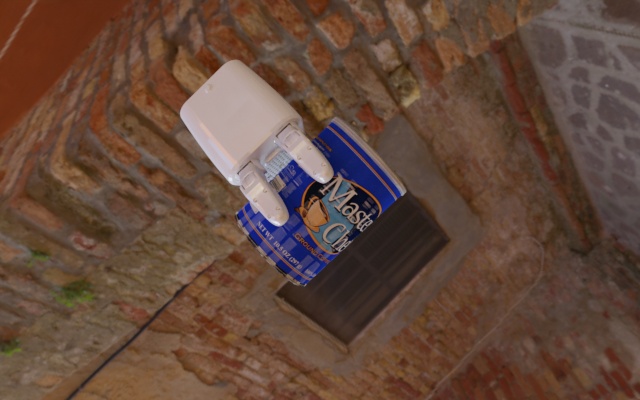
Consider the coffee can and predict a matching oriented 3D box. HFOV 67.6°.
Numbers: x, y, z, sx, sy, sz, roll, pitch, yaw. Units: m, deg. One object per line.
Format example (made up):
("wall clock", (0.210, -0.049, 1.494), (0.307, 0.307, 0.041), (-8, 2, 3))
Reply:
("coffee can", (0.000, 0.002, 0.480), (0.140, 0.103, 0.103), (-44, -3, 3))
